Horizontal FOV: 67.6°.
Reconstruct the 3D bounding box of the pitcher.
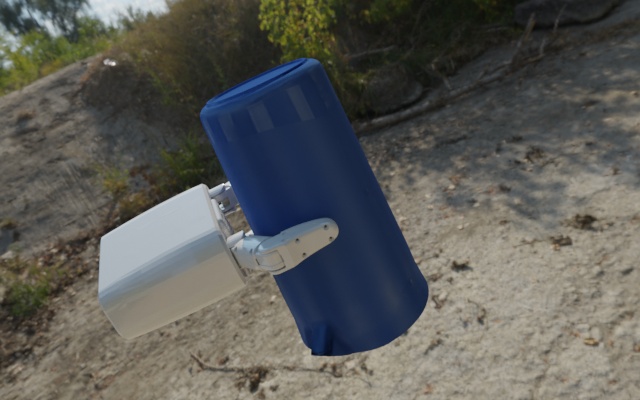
[{"bbox_3d":[0.000,0.002,0.433,0.145,0.243,0.149,-27,21,-7],"label":"pitcher"}]
